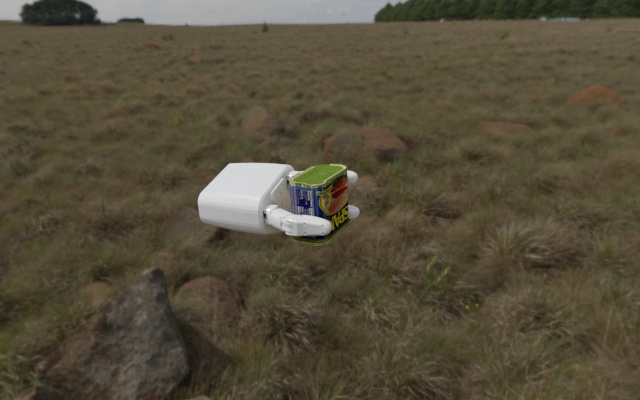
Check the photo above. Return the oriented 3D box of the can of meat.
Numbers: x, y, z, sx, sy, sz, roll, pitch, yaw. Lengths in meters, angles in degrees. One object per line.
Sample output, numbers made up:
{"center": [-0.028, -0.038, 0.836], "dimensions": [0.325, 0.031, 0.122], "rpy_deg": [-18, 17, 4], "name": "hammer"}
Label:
{"center": [0.000, 0.002, 0.651], "dimensions": [0.057, 0.084, 0.102], "rpy_deg": [7, 22, 27], "name": "can of meat"}
